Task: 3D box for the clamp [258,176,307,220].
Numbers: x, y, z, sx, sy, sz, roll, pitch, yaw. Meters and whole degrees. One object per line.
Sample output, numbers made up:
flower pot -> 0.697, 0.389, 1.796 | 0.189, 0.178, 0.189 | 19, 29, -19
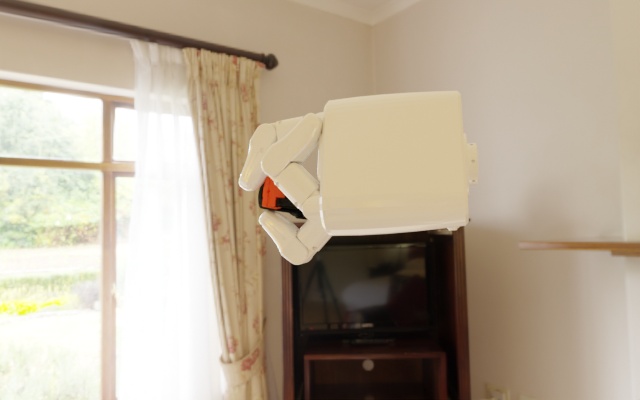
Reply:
clamp -> 0.000, 0.001, 0.484 | 0.120, 0.039, 0.171 | -4, -4, 15
